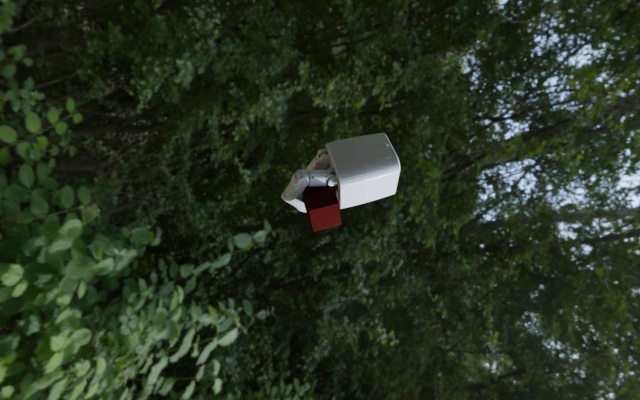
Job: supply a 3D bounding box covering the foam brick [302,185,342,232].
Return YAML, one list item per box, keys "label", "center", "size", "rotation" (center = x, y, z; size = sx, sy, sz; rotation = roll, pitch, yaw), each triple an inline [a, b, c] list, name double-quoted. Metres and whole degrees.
- label: "foam brick"
  center: [0.000, 0.003, 0.786]
  size: [0.051, 0.053, 0.078]
  rotation: [-12, 46, -5]
